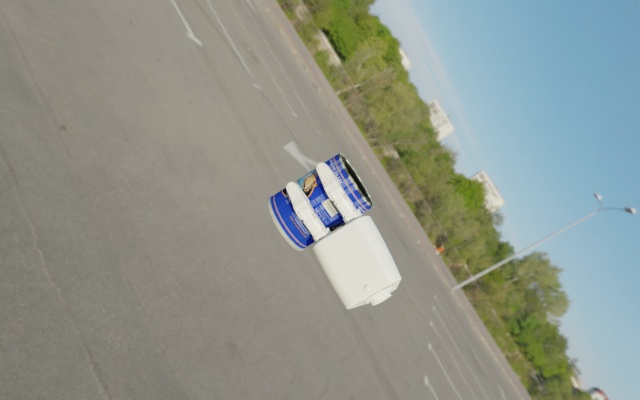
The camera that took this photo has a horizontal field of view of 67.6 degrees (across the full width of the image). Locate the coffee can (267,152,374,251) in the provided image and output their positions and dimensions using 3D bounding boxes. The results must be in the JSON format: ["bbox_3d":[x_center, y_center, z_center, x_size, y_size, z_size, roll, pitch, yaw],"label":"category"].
[{"bbox_3d":[0.000,0.002,0.769,0.140,0.103,0.103,-32,-7,11],"label":"coffee can"}]
